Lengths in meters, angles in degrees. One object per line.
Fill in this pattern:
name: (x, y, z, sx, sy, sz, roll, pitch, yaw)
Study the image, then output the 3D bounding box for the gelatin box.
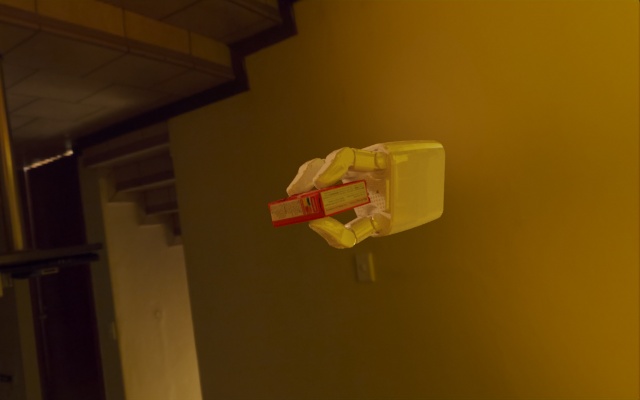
gelatin box: (0.000, 0.002, 0.520, 0.073, 0.030, 0.089, -12, 3, 40)
